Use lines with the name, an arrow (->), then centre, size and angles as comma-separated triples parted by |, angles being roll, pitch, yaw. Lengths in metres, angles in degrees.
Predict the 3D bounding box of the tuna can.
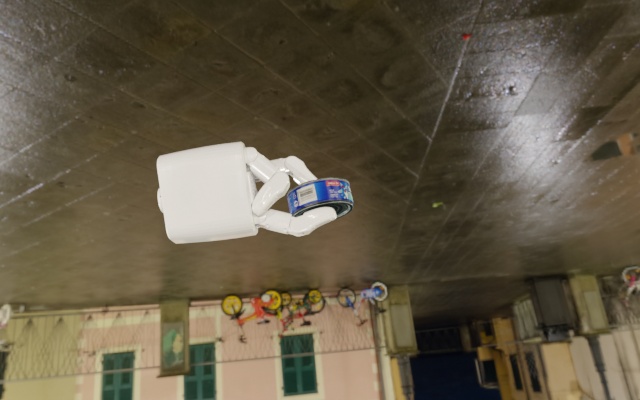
tuna can -> 0.000, 0.003, 0.630 | 0.086, 0.033, 0.086 | -11, -19, -4
